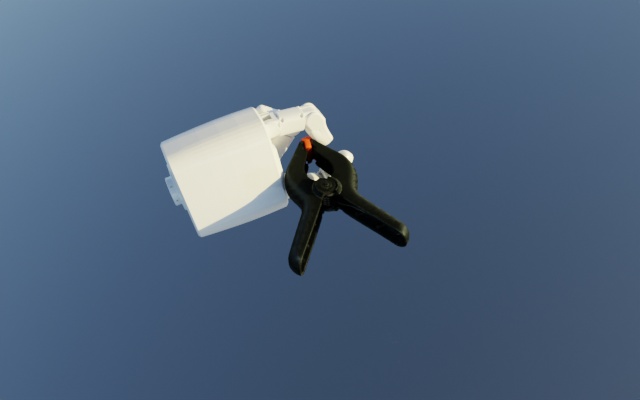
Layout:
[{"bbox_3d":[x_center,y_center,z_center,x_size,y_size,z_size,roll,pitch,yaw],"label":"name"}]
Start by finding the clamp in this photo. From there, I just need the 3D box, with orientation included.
[{"bbox_3d":[0.000,0.001,0.498,0.120,0.039,0.171,-17,49,-20],"label":"clamp"}]
